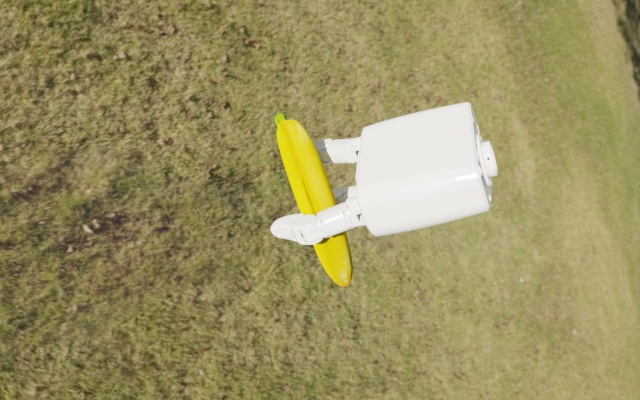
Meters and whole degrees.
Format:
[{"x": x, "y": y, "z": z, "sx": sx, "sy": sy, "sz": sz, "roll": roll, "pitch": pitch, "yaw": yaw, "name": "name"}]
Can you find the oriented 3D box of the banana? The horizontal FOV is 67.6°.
[{"x": -0.003, "y": 0.000, "z": 0.483, "sx": 0.037, "sy": 0.198, "sz": 0.069, "roll": -19, "pitch": 3, "yaw": 6, "name": "banana"}]
